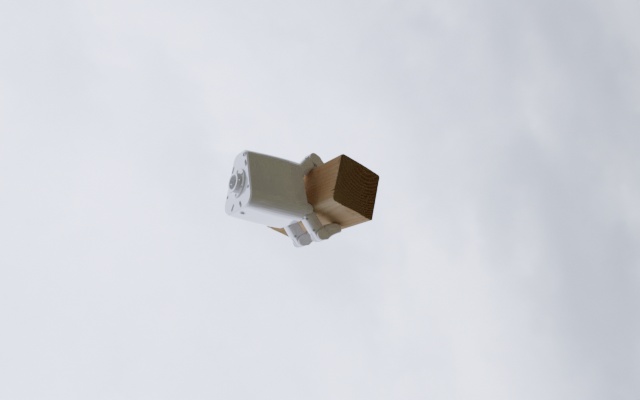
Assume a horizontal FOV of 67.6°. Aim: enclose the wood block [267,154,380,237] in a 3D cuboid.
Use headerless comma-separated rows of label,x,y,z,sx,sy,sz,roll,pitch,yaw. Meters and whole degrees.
wood block,0.000,0.002,0.867,0.090,0.090,0.206,28,-29,-29
